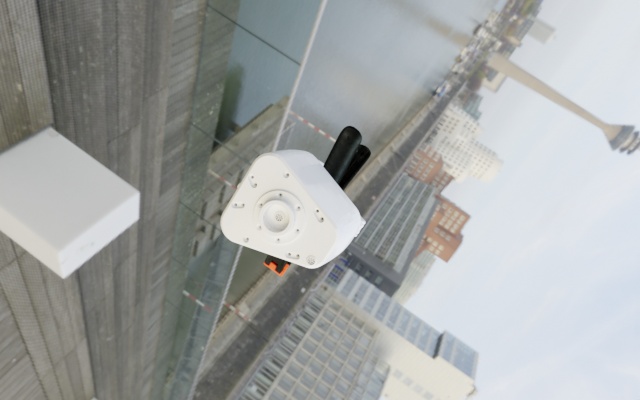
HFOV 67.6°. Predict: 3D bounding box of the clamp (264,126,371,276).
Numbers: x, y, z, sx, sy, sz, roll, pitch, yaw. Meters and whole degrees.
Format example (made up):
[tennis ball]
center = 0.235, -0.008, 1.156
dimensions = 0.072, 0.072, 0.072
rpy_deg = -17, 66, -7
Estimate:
[clamp]
center = 0.000, 0.003, 0.612
dimensions = 0.036, 0.210, 0.164
rpy_deg = 35, 12, 10
